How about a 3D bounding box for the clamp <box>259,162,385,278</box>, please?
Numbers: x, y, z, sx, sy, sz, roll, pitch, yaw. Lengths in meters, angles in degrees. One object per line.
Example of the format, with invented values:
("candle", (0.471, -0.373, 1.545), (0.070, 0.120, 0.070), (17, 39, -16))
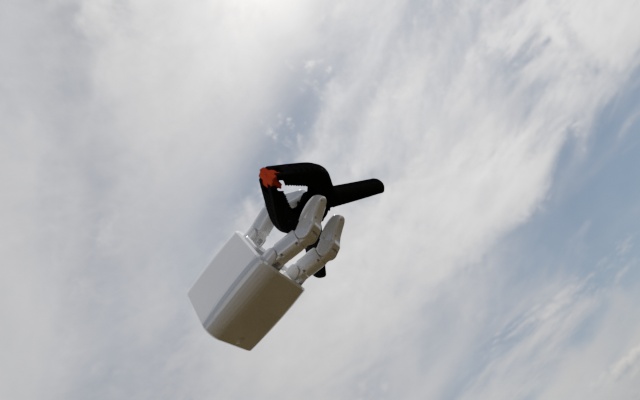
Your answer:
("clamp", (-0.001, 0.002, 0.614), (0.036, 0.164, 0.210), (34, -7, 39))
